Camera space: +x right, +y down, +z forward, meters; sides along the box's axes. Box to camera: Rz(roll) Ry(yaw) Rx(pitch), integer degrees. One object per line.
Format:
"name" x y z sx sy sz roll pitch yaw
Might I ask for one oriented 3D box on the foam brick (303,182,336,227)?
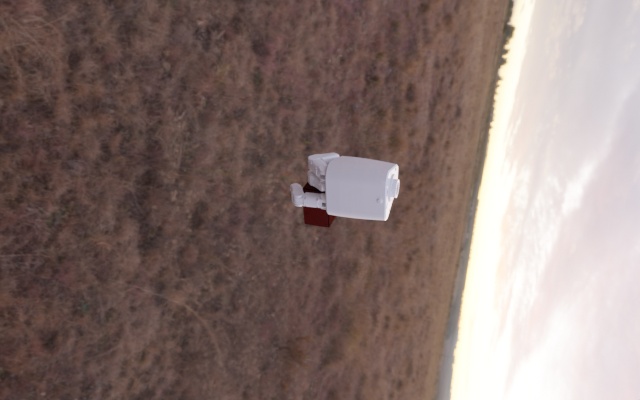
"foam brick" 0.000 0.003 0.888 0.051 0.078 0.053 8 32 17
